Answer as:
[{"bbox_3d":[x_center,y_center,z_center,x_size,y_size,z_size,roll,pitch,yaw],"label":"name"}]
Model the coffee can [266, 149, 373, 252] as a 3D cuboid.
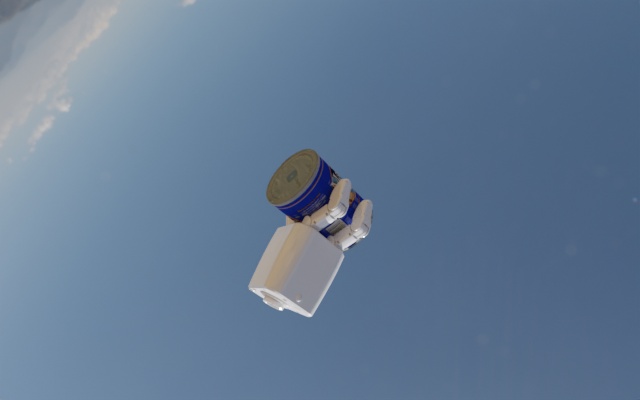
[{"bbox_3d":[0.000,0.002,0.746,0.103,0.102,0.140,0,-34,50],"label":"coffee can"}]
